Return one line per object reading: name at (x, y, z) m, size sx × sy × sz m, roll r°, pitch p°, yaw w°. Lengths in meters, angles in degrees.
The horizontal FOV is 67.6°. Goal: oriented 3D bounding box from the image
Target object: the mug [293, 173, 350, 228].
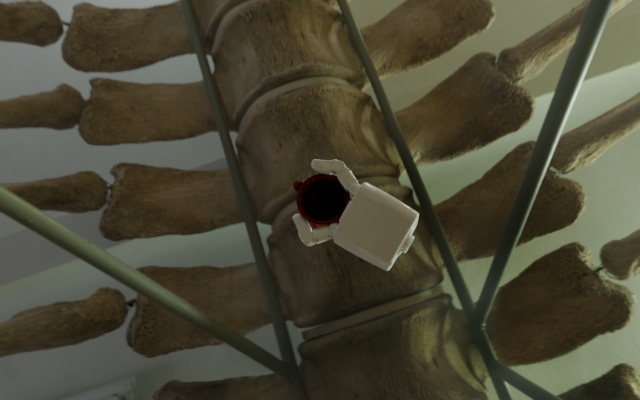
mug at (-0.001, 0.002, 0.857) m, size 0.117 × 0.093 × 0.081 m, roll 30°, pitch -11°, yaw 17°
